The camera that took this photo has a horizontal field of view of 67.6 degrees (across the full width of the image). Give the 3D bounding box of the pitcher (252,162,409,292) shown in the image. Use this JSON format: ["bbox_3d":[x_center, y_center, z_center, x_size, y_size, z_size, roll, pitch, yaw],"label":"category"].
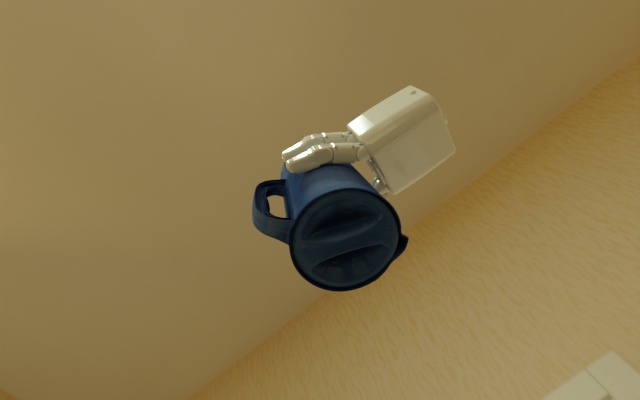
[{"bbox_3d":[0.000,0.002,0.646,0.145,0.149,0.242,-34,24,4],"label":"pitcher"}]
